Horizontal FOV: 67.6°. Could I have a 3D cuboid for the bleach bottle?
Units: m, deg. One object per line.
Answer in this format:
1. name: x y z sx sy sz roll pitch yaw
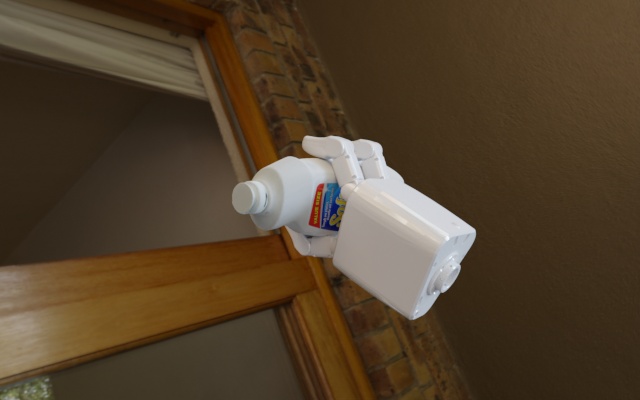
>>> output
1. bleach bottle: 0.000 0.002 0.541 0.068 0.102 0.251 36 22 31
